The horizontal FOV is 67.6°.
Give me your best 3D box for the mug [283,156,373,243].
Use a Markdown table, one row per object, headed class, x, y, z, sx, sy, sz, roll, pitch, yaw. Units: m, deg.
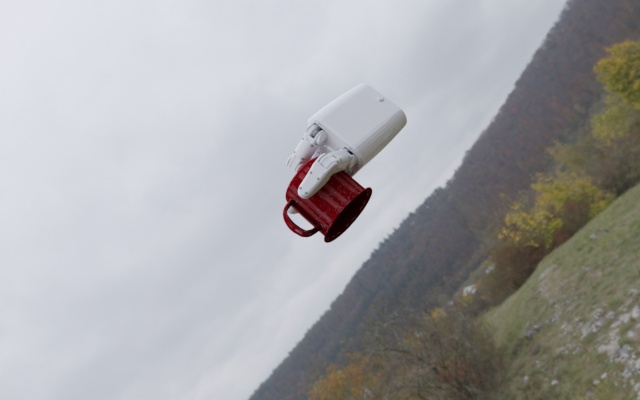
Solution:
| class | x | y | z | sx | sy | sz | roll | pitch | yaw |
| --- | --- | --- | --- | --- | --- | --- | --- | --- | --- |
| mug | -0.001 | 0.003 | 0.626 | 0.117 | 0.081 | 0.093 | -40 | -19 | -28 |
